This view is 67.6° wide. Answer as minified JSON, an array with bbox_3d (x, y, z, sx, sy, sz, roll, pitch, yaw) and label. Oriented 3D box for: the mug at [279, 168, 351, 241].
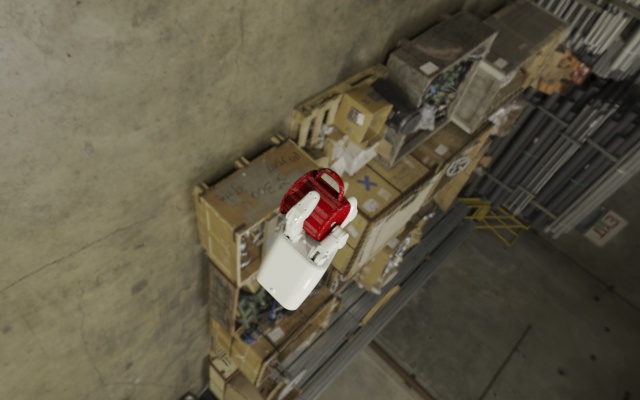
[{"bbox_3d":[0.001,0.002,0.760,0.081,0.117,0.093,41,32,17],"label":"mug"}]
